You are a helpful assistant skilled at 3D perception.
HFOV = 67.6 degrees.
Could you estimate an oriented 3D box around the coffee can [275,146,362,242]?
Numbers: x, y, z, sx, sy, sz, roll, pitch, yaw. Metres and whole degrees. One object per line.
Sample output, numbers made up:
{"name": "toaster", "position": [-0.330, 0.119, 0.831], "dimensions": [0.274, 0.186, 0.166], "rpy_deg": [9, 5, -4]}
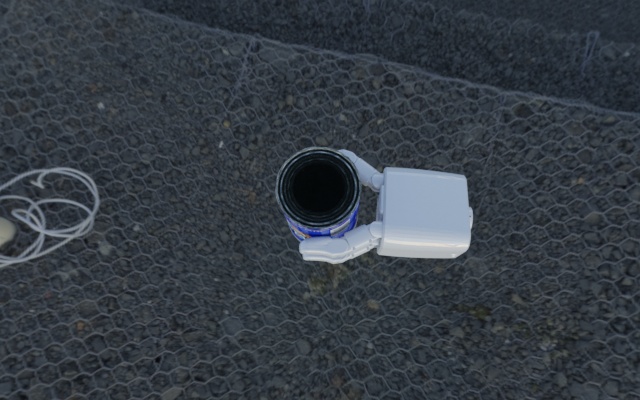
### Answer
{"name": "coffee can", "position": [0.000, 0.002, 0.627], "dimensions": [0.103, 0.102, 0.140], "rpy_deg": [0, -15, 2]}
